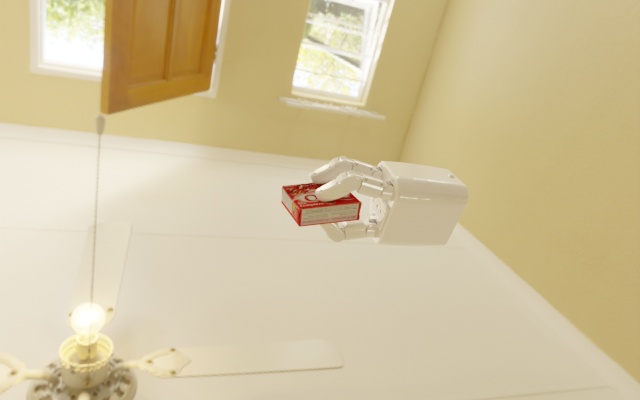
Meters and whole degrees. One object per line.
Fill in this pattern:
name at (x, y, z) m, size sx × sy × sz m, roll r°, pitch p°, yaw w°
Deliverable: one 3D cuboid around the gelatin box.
gelatin box at (0.000, 0.003, 0.642) m, size 0.089 × 0.030 × 0.073 m, roll -6°, pitch 28°, yaw -22°
